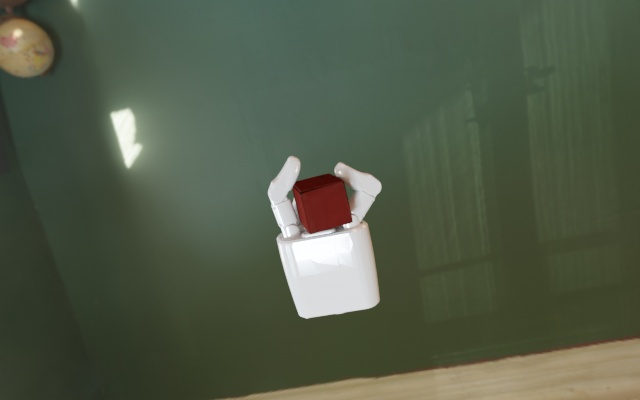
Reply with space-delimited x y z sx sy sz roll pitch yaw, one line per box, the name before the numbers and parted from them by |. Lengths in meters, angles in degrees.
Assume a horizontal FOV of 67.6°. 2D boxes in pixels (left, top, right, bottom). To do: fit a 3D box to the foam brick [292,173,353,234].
foam brick | 0.000 0.002 0.567 0.053 0.051 0.078 -15 12 -8
